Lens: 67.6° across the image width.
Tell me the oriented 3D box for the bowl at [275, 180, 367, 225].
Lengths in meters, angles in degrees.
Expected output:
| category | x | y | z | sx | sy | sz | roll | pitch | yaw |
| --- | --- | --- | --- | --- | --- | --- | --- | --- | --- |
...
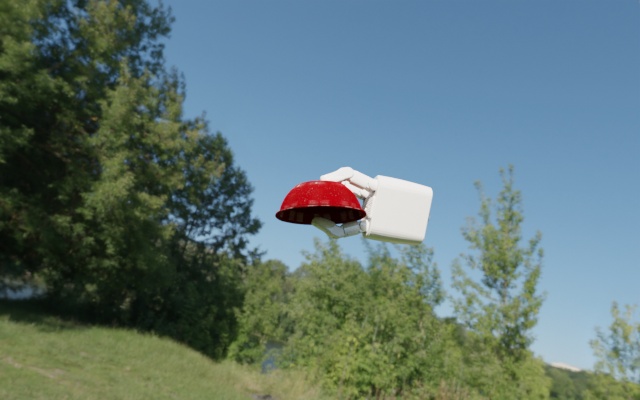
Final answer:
| category | x | y | z | sx | sy | sz | roll | pitch | yaw |
| --- | --- | --- | --- | --- | --- | --- | --- | --- | --- |
| bowl | -0.001 | 0.002 | 0.846 | 0.162 | 0.055 | 0.162 | -1 | -14 | 0 |
